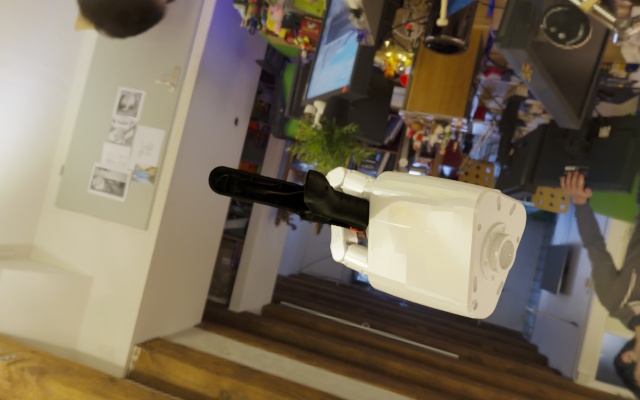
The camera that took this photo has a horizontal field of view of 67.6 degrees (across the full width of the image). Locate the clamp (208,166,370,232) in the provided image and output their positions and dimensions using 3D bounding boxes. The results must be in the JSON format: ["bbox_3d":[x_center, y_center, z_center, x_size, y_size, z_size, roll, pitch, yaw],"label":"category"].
[{"bbox_3d":[0.000,0.002,0.427,0.171,0.039,0.120,15,-3,-43],"label":"clamp"}]
